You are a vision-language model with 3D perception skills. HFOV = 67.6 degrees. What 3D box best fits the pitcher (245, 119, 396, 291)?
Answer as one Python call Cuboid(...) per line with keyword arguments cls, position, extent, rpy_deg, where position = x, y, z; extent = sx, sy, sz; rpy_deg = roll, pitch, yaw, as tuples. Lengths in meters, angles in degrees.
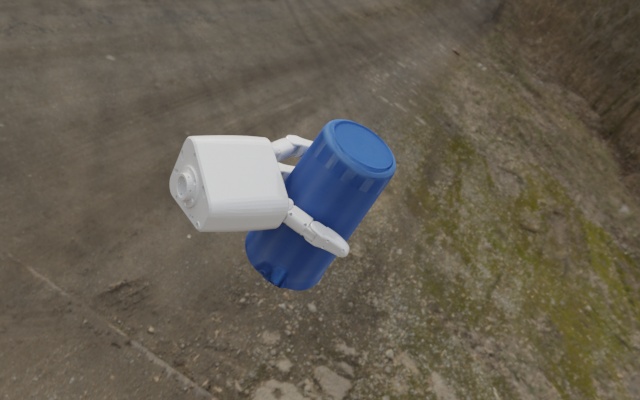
Cuboid(cls="pitcher", position=(0.000, 0.002, 0.680), extent=(0.145, 0.149, 0.243), rpy_deg=(-1, -40, -39))
